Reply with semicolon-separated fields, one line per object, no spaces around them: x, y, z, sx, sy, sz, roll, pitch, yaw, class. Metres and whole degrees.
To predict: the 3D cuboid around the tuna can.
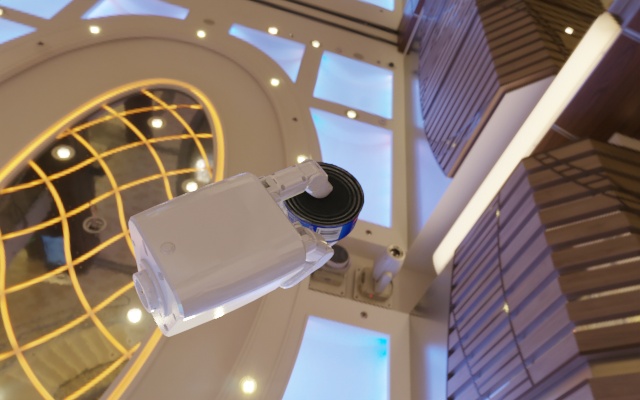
0.000;0.002;0.494;0.086;0.086;0.034;0;-40;-13;tuna can
